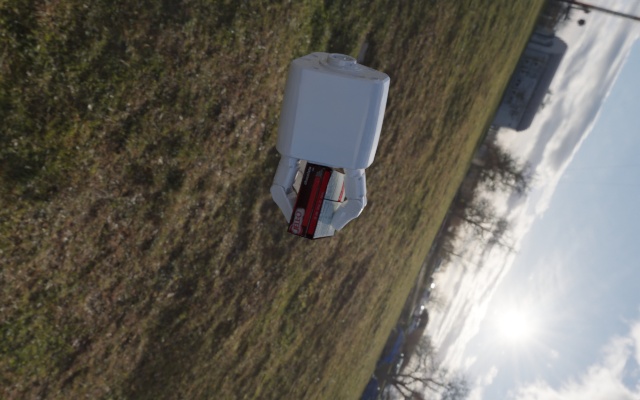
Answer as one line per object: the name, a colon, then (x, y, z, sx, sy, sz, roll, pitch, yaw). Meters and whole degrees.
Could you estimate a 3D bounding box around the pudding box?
pudding box: (0.000, 0.002, 0.610, 0.039, 0.090, 0.113, 18, 2, 16)
